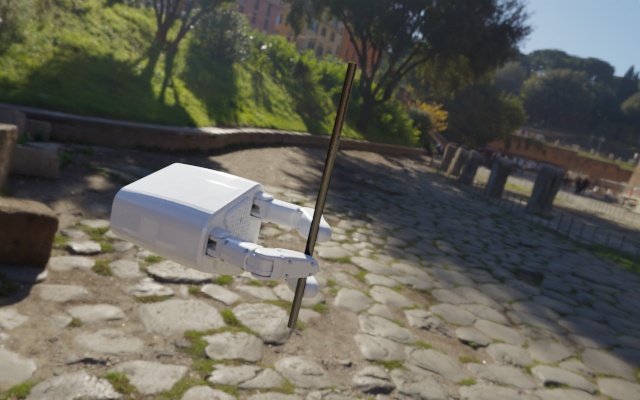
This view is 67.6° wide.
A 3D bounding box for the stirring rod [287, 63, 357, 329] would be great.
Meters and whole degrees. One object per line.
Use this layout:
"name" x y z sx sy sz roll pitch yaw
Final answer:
"stirring rod" 0.000 0.001 0.419 0.011 0.239 0.011 13 10 -2
